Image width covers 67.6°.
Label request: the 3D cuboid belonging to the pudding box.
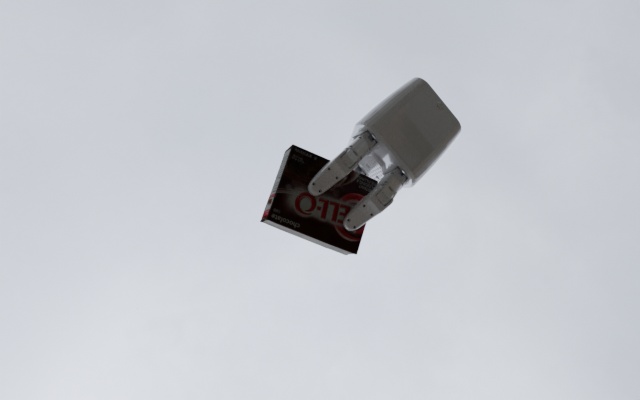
[{"bbox_3d":[0.000,0.002,0.538,0.113,0.090,0.039,21,-16,-14],"label":"pudding box"}]
